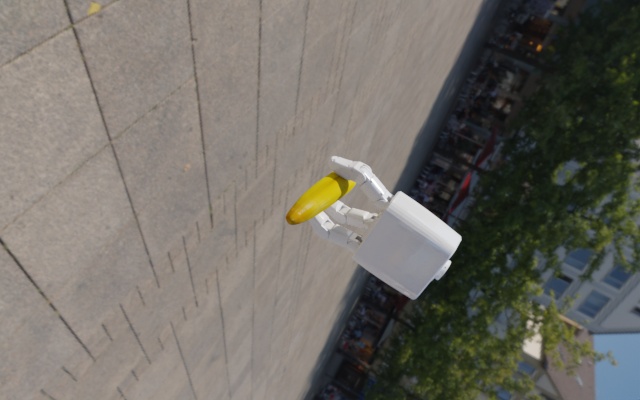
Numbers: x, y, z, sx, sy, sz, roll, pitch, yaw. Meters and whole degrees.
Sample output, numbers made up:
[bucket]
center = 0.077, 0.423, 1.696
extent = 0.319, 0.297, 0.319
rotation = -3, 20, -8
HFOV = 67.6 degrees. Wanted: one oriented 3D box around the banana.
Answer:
[banana]
center = 0.013, -0.011, 0.674
extent = 0.037, 0.070, 0.197
rotation = 44, 22, 5
